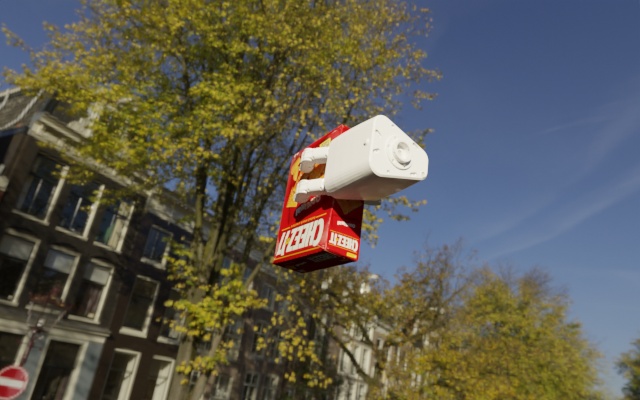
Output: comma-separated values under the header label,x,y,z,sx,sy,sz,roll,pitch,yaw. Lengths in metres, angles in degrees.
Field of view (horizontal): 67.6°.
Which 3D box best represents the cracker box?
label,x,y,z,sx,sy,sz,roll,pitch,yaw
cracker box,0.000,0.003,0.802,0.072,0.213,0.164,22,-25,-28
